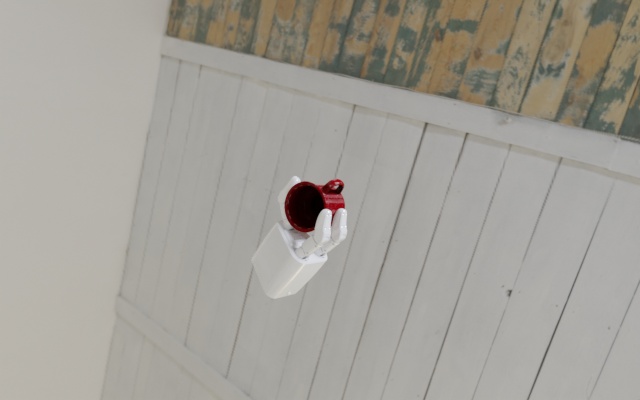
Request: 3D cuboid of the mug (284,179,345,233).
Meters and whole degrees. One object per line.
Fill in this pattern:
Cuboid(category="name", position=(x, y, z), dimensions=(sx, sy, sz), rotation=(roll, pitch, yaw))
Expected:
Cuboid(category="mug", position=(0.001, 0.002, 0.891), dimensions=(0.117, 0.093, 0.081), rotation=(-50, -24, 23))
